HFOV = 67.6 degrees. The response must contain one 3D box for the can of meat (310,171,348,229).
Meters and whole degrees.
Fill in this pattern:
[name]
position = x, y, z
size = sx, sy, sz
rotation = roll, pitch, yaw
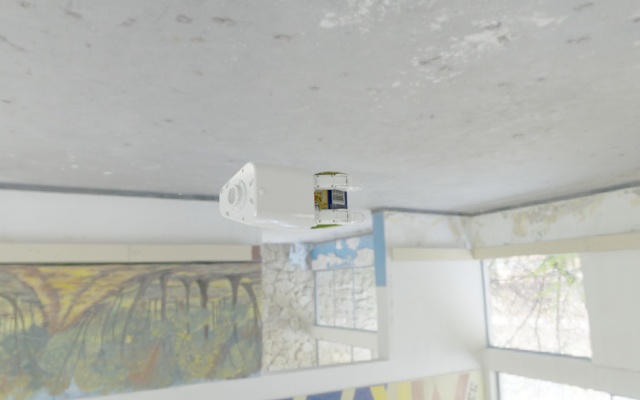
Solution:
[can of meat]
position = 0.000, 0.003, 0.803
size = 0.057, 0.084, 0.102
rotation = 8, -14, -43
